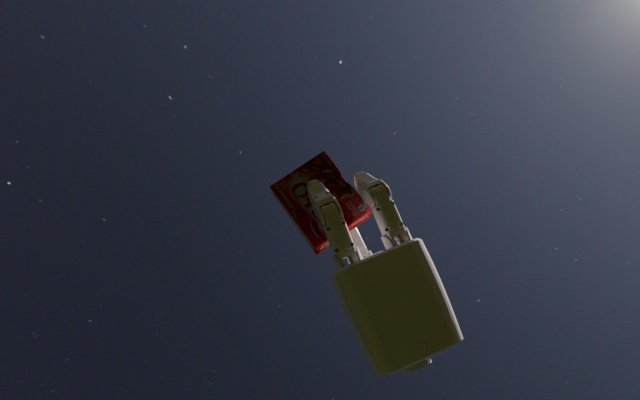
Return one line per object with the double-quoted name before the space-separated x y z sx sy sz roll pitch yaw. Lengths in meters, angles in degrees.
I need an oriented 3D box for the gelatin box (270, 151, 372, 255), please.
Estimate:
"gelatin box" 0.000 0.002 0.519 0.073 0.089 0.030 -34 -18 -9
